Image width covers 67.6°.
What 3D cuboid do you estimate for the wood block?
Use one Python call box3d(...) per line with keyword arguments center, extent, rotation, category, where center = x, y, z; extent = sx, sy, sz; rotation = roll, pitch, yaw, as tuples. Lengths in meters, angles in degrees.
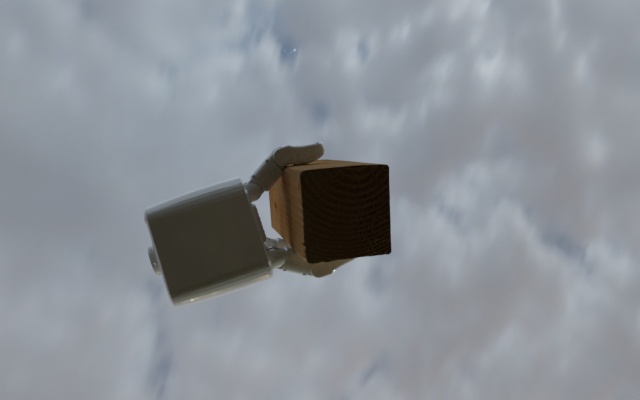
box3d(center=(0.000, 0.002, 0.549), extent=(0.090, 0.091, 0.206), rotation=(-5, 8, -14), category="wood block")
